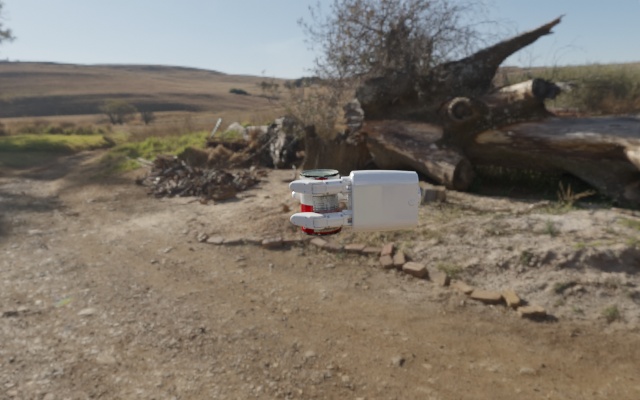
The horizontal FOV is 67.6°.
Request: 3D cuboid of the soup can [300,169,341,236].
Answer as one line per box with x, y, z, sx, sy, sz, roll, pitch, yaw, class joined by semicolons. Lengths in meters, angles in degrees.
0.000;0.002;0.806;0.068;0.102;0.068;-2;12;0;soup can
